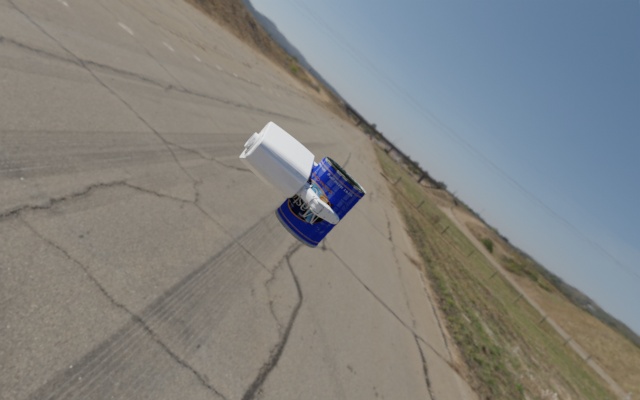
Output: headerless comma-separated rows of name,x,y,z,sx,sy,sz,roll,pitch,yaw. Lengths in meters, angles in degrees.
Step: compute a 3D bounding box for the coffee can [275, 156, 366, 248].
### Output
coffee can,0.000,0.003,0.882,0.103,0.140,0.102,41,10,-9
